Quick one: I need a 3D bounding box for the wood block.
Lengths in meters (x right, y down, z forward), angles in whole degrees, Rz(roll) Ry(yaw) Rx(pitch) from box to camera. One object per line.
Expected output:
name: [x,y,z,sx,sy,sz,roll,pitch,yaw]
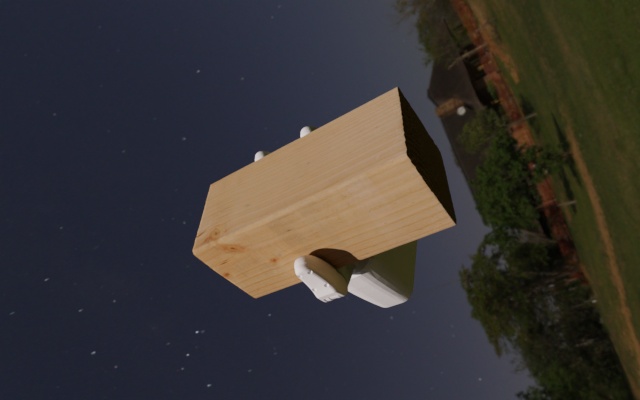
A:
wood block: [0.000,0.002,0.423,0.206,0.090,0.090,-24,-50,25]
